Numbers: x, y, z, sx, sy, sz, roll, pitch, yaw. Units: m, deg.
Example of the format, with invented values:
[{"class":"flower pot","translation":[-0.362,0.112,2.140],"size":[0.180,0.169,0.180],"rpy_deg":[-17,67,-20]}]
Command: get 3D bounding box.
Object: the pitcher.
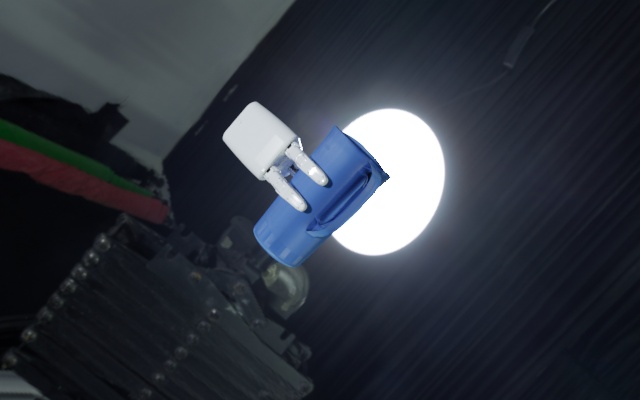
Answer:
[{"class":"pitcher","translation":[0.000,0.003,0.827],"size":[0.145,0.243,0.149],"rpy_deg":[44,9,15]}]
